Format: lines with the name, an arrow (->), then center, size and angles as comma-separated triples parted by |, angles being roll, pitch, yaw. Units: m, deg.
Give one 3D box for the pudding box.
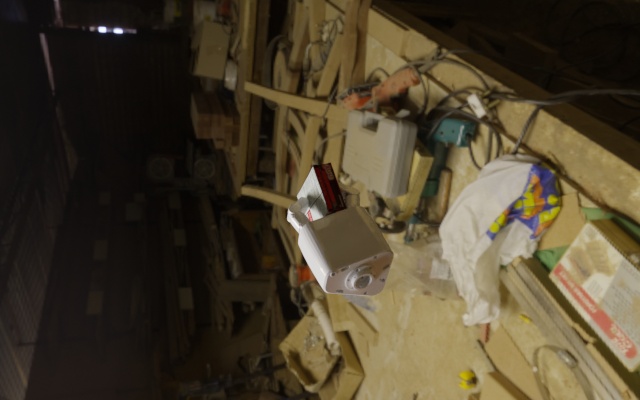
pudding box -> 0.000, 0.003, 0.810 | 0.039, 0.090, 0.113 | -7, -25, -24
